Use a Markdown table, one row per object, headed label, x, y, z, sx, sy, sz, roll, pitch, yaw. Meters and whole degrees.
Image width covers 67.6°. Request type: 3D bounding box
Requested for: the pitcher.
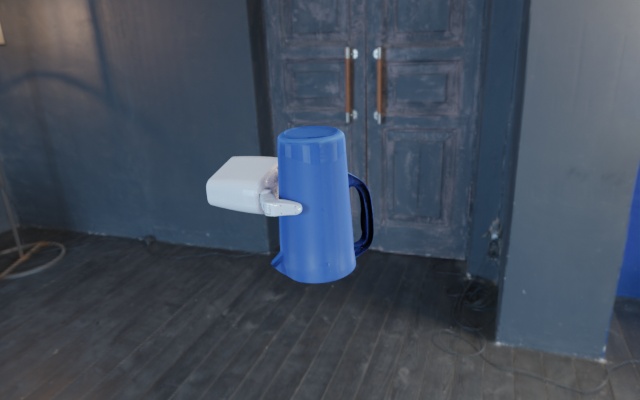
| label | x | y | z | sx | sy | sz | roll | pitch | yaw |
| --- | --- | --- | --- | --- | --- | --- | --- | --- | --- |
| pitcher | 0.000 | 0.003 | 0.800 | 0.145 | 0.243 | 0.149 | 7 | 22 | 25 |
